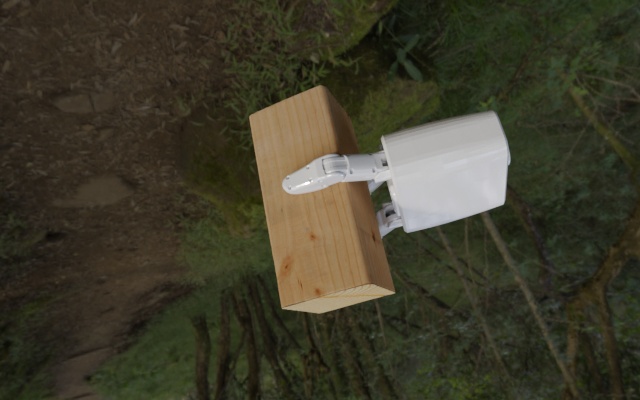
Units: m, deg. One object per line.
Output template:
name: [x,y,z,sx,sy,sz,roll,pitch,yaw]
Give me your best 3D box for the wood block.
wood block: [0.000,0.002,0.493,0.090,0.206,0.091,-19,-22,17]
